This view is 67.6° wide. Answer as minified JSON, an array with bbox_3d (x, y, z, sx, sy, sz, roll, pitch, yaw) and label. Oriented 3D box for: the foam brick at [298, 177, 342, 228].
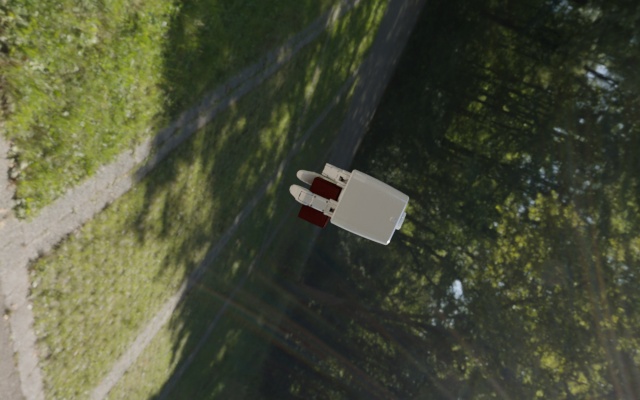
[{"bbox_3d":[0.000,0.003,0.850,0.051,0.078,0.053,25,8,4],"label":"foam brick"}]
